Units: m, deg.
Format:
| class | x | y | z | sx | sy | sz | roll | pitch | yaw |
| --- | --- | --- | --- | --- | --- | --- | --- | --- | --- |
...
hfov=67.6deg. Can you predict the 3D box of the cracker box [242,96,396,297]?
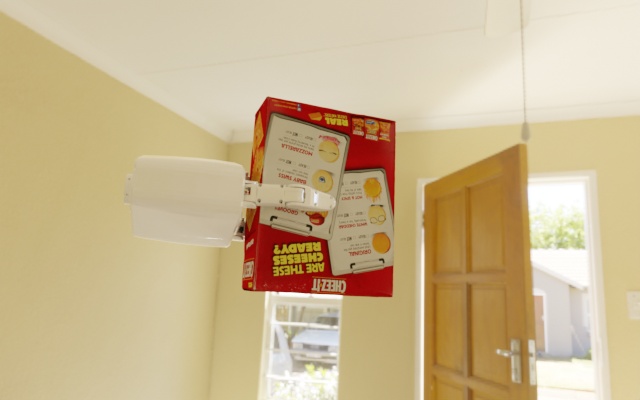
| class | x | y | z | sx | sy | sz | roll | pitch | yaw |
| --- | --- | --- | --- | --- | --- | --- | --- | --- | --- |
| cracker box | 0.000 | 0.002 | 0.560 | 0.164 | 0.213 | 0.072 | 7 | -12 | -20 |
